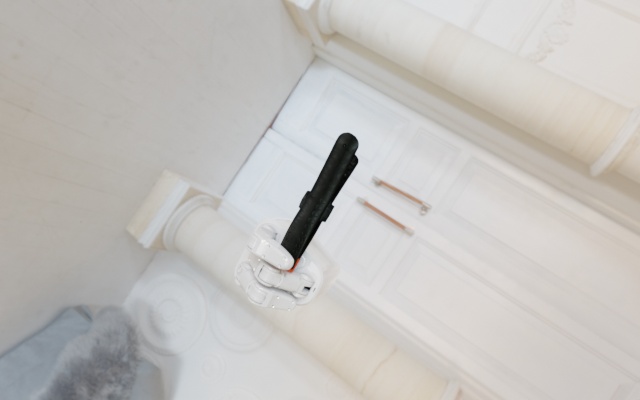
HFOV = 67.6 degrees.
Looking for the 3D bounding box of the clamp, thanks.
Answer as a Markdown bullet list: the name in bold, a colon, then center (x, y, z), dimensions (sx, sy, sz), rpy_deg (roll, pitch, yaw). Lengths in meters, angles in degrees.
- **clamp**: center (0.001, 0.002, 0.565), dimensions (0.039, 0.171, 0.120), rpy_deg (33, 7, 12)
